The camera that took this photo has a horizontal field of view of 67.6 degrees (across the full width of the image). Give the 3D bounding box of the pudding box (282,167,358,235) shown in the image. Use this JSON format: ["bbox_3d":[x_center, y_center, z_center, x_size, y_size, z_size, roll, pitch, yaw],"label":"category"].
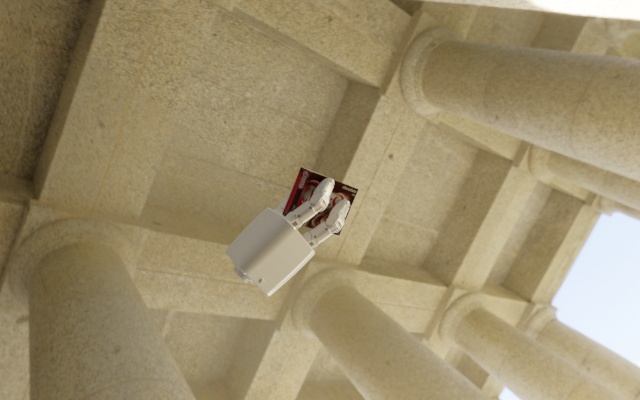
[{"bbox_3d":[0.000,0.003,0.812,0.113,0.090,0.039,17,8,-40],"label":"pudding box"}]
